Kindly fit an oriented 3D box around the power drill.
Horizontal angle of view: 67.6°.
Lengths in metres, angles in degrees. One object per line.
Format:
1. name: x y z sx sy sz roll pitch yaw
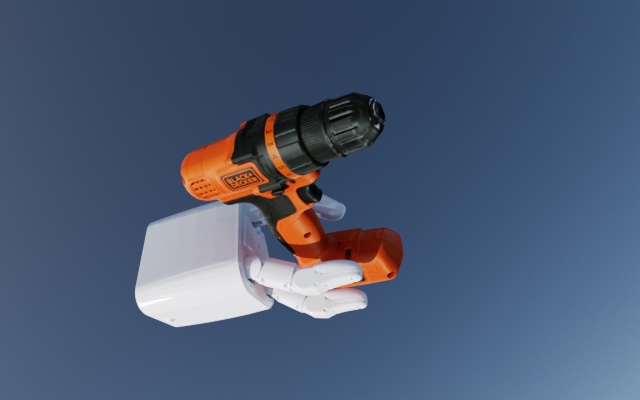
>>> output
1. power drill: 0.000 0.002 0.413 0.184 0.057 0.188 -13 -48 31
